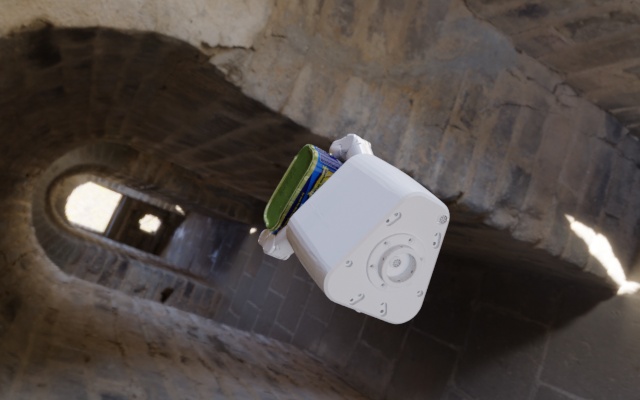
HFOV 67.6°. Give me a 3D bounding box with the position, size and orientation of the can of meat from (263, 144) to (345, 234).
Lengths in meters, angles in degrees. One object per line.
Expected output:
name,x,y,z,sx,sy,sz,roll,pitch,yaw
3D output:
can of meat,0.000,0.001,0.504,0.084,0.102,0.057,25,14,-25
